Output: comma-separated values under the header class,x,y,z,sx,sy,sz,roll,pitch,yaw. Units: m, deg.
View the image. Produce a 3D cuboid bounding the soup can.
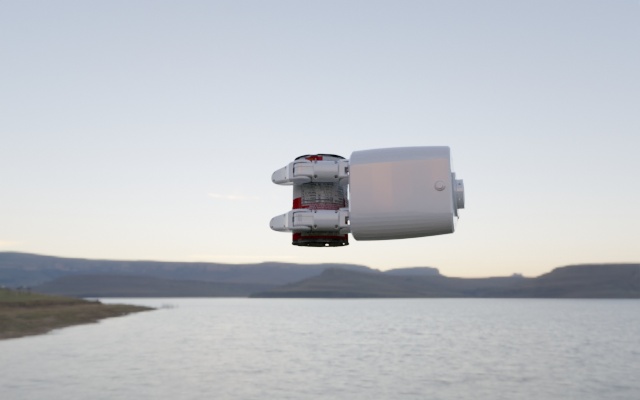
class,x,y,z,sx,sy,sz,roll,pitch,yaw
soup can,0.000,0.002,0.564,0.068,0.102,0.068,0,-11,0
